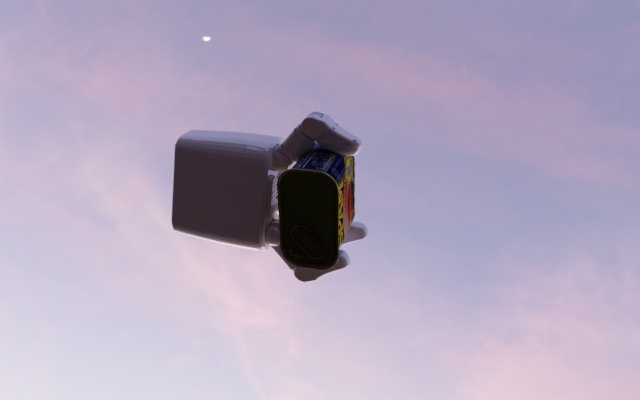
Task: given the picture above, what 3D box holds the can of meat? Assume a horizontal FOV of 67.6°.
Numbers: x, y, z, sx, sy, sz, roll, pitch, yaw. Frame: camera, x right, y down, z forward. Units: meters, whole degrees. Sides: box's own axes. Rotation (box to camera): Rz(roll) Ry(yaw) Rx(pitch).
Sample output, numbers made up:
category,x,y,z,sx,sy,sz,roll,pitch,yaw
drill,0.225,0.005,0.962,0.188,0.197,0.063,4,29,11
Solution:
category,x,y,z,sx,sy,sz,roll,pitch,yaw
can of meat,0.000,0.001,0.468,0.057,0.102,0.084,6,28,15
